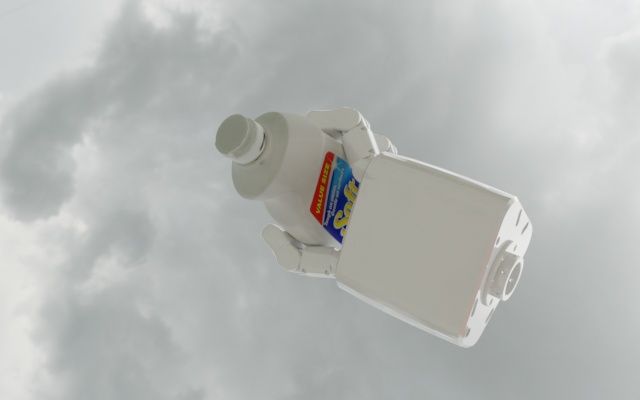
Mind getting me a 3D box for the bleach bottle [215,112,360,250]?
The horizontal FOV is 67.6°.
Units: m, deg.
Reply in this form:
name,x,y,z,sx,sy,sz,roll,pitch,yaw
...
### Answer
name,x,y,z,sx,sy,sz,roll,pitch,yaw
bleach bottle,0.000,0.001,0.417,0.068,0.102,0.251,24,-4,36
